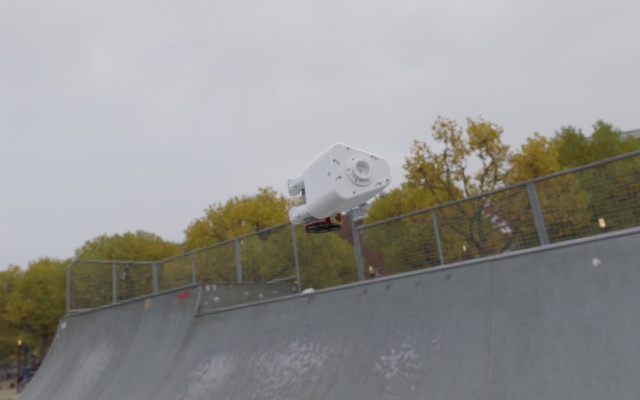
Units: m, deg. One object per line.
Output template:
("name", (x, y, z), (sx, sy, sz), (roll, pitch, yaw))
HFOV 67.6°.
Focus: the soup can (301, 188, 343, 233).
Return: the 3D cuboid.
("soup can", (0.000, 0.003, 0.866), (0.068, 0.102, 0.068), (-7, -14, -2))
